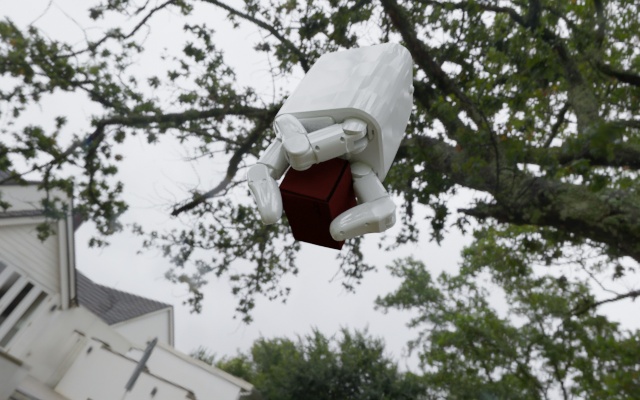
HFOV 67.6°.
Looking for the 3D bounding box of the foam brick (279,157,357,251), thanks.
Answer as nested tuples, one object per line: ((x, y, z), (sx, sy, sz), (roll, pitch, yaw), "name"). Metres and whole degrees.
((0.000, 0.002, 0.450), (0.053, 0.051, 0.078), (13, -35, 21), "foam brick")
